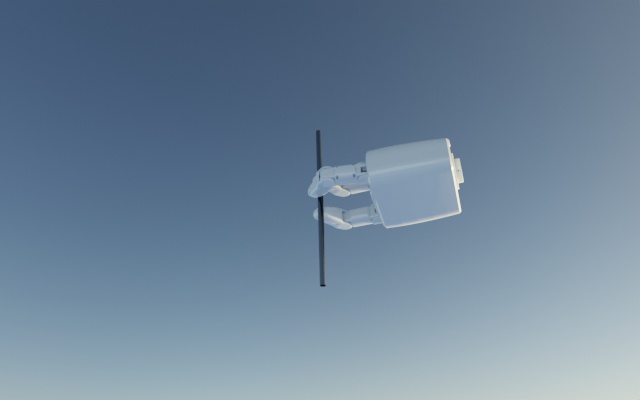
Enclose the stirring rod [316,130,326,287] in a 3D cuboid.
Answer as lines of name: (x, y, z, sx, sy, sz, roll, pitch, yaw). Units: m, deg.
stirring rod: (0.000, 0.002, 0.661, 0.011, 0.239, 0.011, -1, -28, -1)
